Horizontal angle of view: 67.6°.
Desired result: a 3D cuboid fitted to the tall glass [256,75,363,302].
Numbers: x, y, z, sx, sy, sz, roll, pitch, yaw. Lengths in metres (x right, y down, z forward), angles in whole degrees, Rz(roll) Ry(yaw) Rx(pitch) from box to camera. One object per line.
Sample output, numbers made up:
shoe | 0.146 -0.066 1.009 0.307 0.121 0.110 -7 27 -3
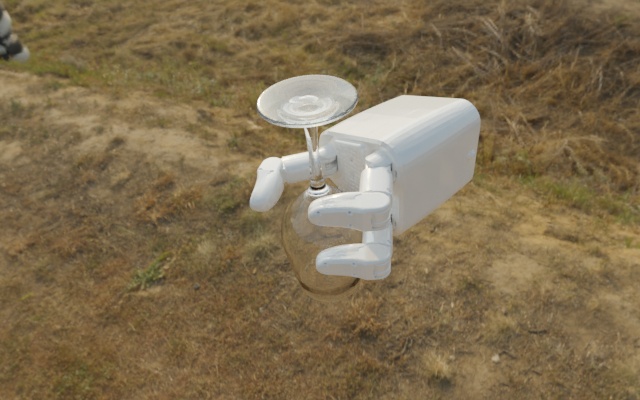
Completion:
tall glass | 0.000 0.001 0.409 0.079 0.201 0.079 -4 40 3
